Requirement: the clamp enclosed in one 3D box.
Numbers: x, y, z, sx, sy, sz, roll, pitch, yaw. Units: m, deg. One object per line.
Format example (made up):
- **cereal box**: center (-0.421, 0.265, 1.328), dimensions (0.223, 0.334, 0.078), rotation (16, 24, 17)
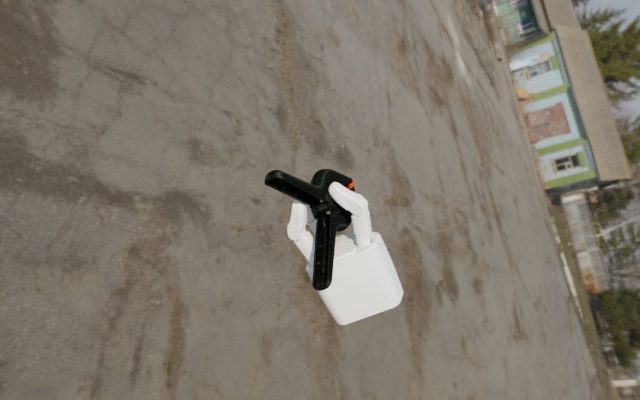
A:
- **clamp**: center (0.001, 0.002, 0.667), dimensions (0.036, 0.164, 0.210), rotation (-17, 19, 28)
